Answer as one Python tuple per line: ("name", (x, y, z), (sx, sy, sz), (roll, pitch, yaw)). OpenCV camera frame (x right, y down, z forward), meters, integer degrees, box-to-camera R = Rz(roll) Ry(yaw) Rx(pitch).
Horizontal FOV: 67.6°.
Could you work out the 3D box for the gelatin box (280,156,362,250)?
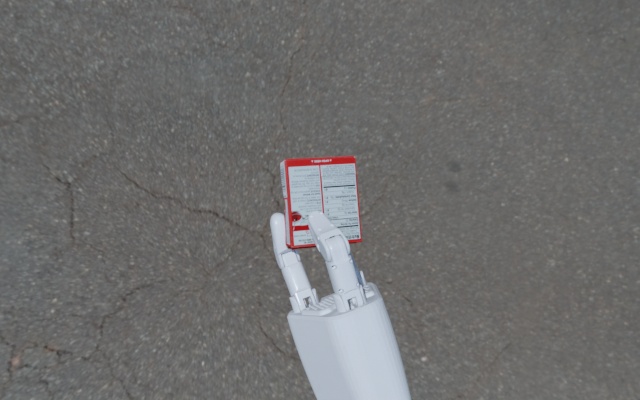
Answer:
("gelatin box", (0.000, 0.001, 0.478), (0.073, 0.089, 0.030), (-4, 0, -15))
